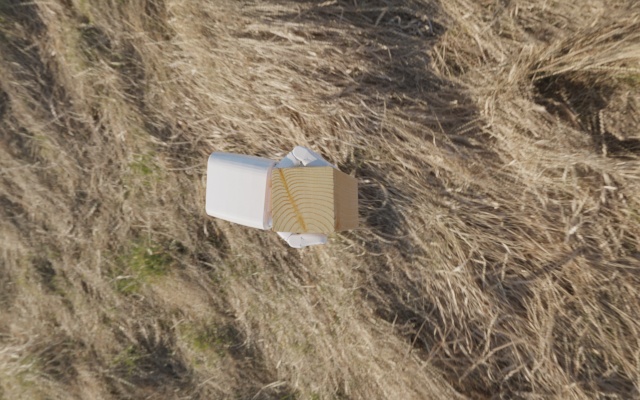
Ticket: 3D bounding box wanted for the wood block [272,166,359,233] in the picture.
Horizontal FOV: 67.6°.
[{"bbox_3d":[0.000,0.003,0.746,0.090,0.091,0.206,-1,-2,14],"label":"wood block"}]
